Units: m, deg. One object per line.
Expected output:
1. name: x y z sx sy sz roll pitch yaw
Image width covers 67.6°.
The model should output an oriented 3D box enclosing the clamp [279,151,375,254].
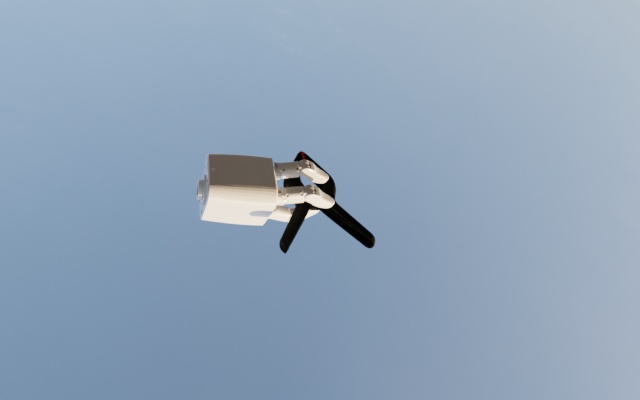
1. clamp: 0.000 0.003 0.809 0.164 0.209 0.036 6 -41 -21
